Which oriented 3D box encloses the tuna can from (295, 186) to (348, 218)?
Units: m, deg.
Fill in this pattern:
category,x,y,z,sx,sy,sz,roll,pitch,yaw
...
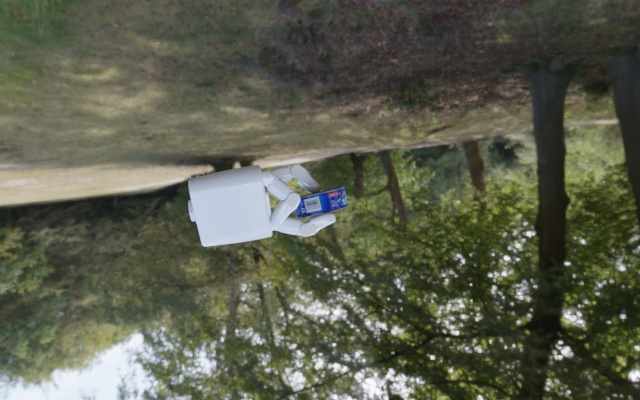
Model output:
category,x,y,z,sx,sy,sz,roll,pitch,yaw
tuna can,0.000,0.003,0.768,0.086,0.034,0.086,-13,2,0
